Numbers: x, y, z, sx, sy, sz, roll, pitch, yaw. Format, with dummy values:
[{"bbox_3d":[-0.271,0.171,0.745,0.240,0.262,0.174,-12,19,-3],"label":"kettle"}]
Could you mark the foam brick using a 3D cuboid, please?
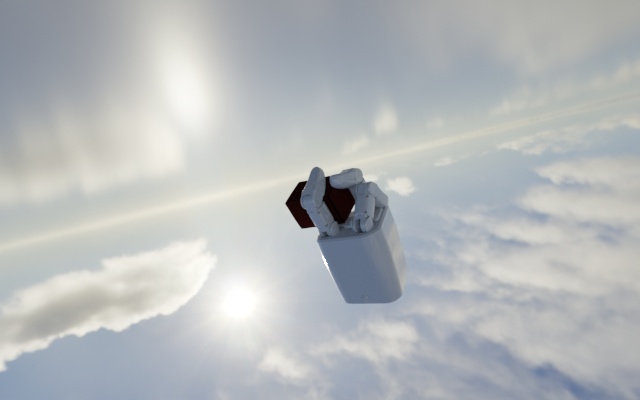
[{"bbox_3d":[0.000,0.002,0.677,0.078,0.051,0.053,-9,34,37],"label":"foam brick"}]
